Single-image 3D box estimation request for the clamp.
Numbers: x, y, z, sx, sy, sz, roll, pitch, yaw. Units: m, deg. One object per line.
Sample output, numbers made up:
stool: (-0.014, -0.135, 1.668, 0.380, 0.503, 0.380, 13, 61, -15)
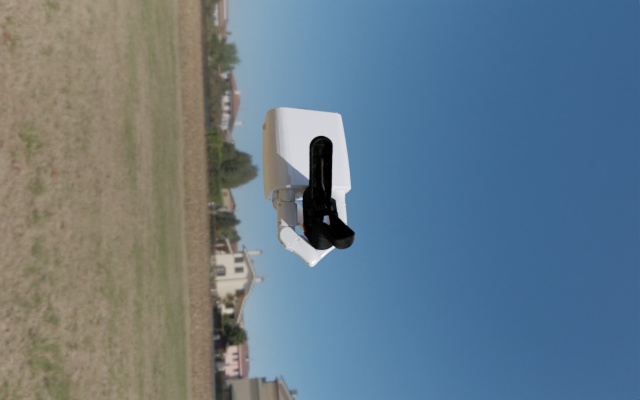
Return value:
clamp: (0.001, 0.002, 0.546, 0.039, 0.120, 0.171, -3, -10, -13)
